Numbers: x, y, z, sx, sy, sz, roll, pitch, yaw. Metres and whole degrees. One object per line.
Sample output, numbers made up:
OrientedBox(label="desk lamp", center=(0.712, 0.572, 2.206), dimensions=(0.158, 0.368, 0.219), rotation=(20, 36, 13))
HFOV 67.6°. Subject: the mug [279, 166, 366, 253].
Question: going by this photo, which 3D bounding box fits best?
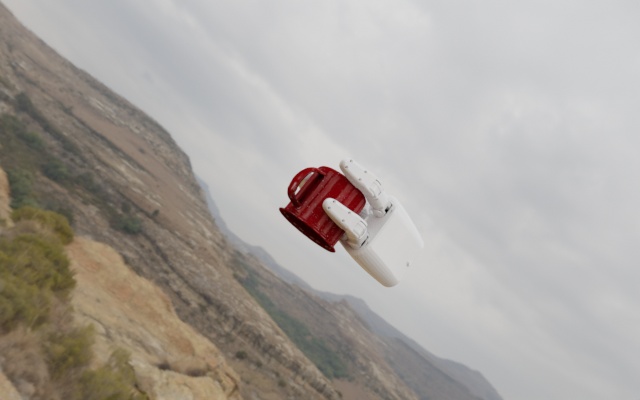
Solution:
OrientedBox(label="mug", center=(-0.001, 0.001, 0.622), dimensions=(0.093, 0.081, 0.117), rotation=(25, -18, 48))
